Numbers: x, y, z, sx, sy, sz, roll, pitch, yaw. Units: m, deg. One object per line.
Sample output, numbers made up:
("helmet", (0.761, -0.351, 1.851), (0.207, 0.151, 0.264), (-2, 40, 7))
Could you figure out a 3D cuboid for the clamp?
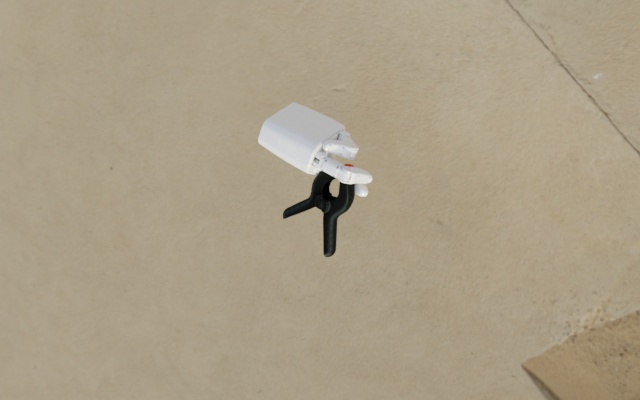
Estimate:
("clamp", (0.000, 0.003, 0.826), (0.120, 0.171, 0.039), (30, 26, 16))
